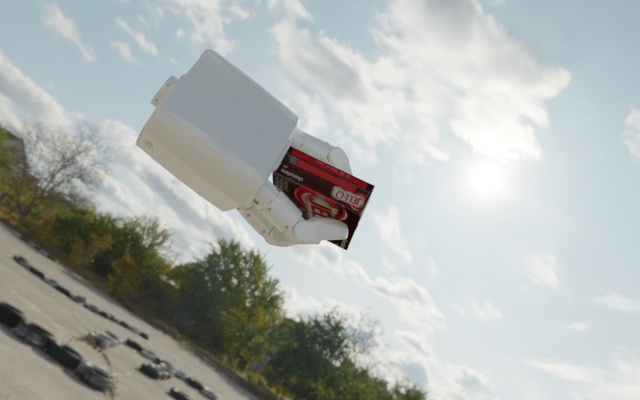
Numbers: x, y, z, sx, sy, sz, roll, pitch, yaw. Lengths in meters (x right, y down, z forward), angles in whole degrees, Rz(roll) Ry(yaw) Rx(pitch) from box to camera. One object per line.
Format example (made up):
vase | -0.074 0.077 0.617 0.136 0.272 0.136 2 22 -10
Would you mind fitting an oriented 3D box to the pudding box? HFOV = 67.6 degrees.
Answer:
pudding box | 0.000 0.001 0.480 0.090 0.039 0.113 27 -20 7
